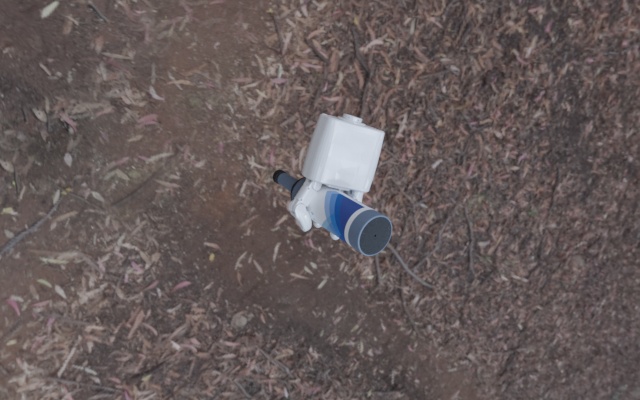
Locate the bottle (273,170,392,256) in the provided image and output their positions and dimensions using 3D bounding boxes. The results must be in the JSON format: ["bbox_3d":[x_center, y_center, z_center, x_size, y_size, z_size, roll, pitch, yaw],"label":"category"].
[{"bbox_3d":[0.000,0.003,0.820,0.069,0.069,0.295,0,20,-36],"label":"bottle"}]
